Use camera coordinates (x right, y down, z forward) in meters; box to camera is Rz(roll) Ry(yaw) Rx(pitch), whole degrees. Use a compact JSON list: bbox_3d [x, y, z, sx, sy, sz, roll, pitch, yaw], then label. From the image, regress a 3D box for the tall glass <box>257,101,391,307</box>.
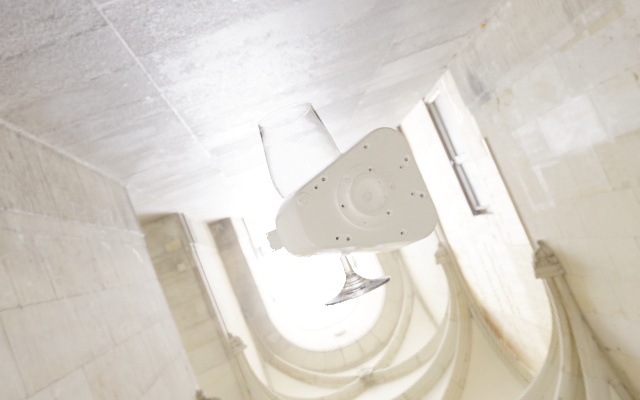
[{"bbox_3d":[0.000,0.002,0.495,0.079,0.201,0.079,-22,-4,-2],"label":"tall glass"}]
